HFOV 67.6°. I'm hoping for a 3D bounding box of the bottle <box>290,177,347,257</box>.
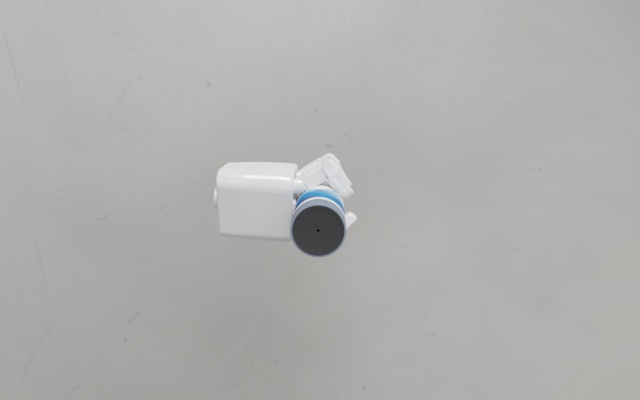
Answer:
[{"bbox_3d":[0.000,0.002,0.702,0.069,0.069,0.295,0,13,1],"label":"bottle"}]
